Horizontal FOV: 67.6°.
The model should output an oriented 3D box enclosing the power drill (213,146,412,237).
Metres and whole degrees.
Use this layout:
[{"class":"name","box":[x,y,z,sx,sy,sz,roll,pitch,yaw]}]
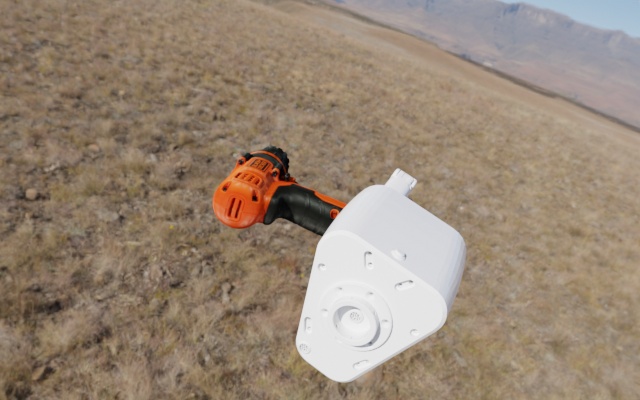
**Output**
[{"class":"power drill","box":[0.000,0.002,0.487,0.187,0.057,0.184,18,21,0]}]
